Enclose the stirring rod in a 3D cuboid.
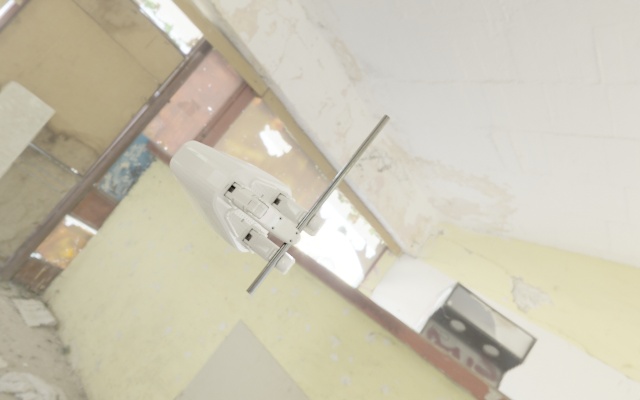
[{"bbox_3d":[0.000,0.002,0.507,0.011,0.239,0.011,37,-8,6],"label":"stirring rod"}]
